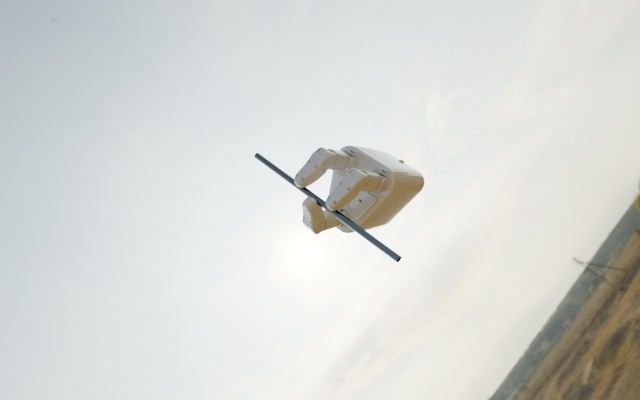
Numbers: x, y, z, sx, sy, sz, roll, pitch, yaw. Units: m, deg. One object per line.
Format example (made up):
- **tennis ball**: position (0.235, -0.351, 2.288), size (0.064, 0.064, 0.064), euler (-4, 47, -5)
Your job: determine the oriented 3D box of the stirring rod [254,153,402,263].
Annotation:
- **stirring rod**: position (0.000, 0.002, 0.571), size (0.239, 0.011, 0.011), euler (36, 20, 30)
